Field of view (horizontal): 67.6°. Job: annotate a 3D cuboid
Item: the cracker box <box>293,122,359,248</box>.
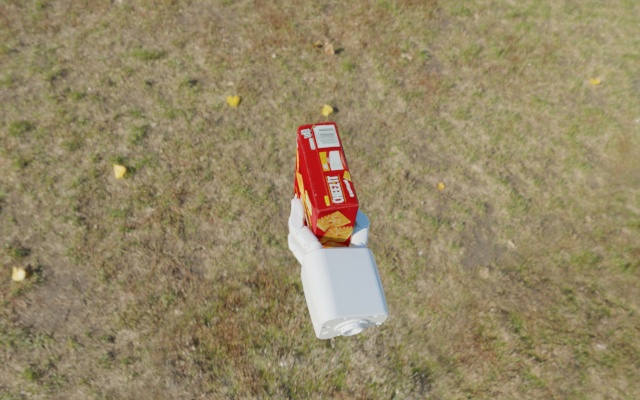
[{"bbox_3d":[0.000,0.002,0.793,0.072,0.164,0.214,-7,-32,-10],"label":"cracker box"}]
